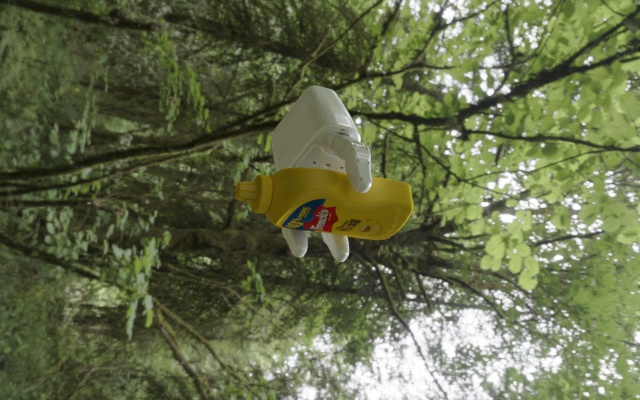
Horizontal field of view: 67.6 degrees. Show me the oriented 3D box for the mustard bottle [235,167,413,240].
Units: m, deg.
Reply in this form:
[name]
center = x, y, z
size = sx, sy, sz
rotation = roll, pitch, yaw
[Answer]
[mustard bottle]
center = 0.000, 0.002, 0.534
size = 0.191, 0.058, 0.096
rotation = 9, -28, -23
